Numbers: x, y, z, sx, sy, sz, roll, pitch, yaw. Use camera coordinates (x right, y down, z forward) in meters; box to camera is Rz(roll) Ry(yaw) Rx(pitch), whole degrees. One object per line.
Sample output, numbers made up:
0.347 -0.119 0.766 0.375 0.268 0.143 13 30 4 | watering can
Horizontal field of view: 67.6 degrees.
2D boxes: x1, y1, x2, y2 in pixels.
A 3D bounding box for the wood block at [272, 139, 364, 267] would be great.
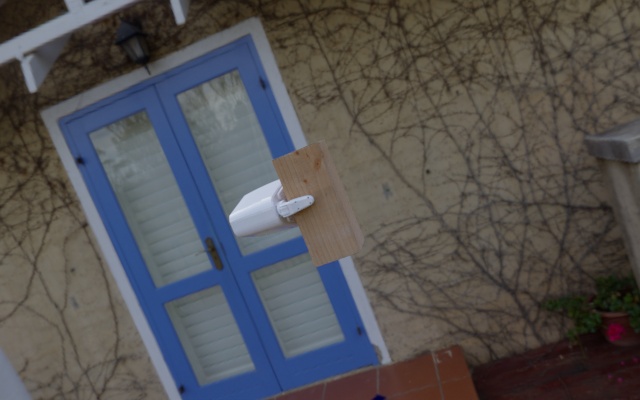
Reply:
0.000 0.003 0.871 0.090 0.206 0.091 -21 6 13 | wood block
